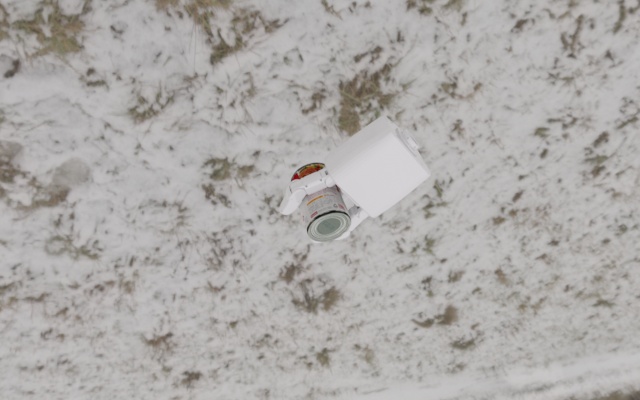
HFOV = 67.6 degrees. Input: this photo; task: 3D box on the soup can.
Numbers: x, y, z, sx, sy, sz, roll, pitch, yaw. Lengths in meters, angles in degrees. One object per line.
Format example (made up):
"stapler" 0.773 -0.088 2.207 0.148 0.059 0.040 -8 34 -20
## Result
"soup can" 0.000 0.003 0.710 0.068 0.102 0.069 -12 -40 -10
